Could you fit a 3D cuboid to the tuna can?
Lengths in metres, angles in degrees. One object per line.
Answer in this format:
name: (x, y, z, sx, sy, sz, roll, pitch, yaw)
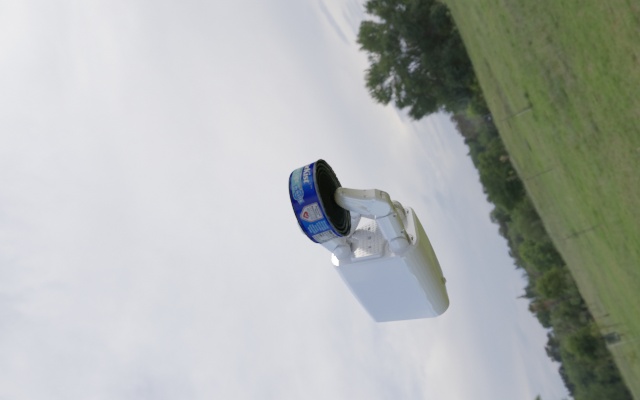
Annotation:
tuna can: (0.000, 0.002, 0.505, 0.034, 0.086, 0.086, -20, -7, 19)
